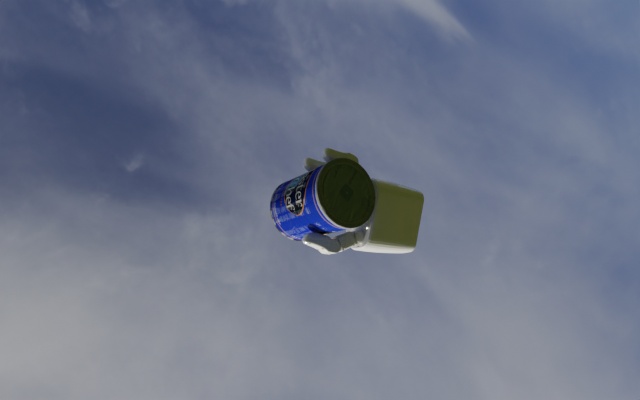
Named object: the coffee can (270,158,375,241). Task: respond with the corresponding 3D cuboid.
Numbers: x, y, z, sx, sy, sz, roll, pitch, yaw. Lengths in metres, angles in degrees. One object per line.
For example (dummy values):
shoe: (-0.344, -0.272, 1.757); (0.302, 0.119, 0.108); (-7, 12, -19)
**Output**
coffee can: (0.000, 0.002, 0.730); (0.103, 0.103, 0.140); (0, -11, -34)
